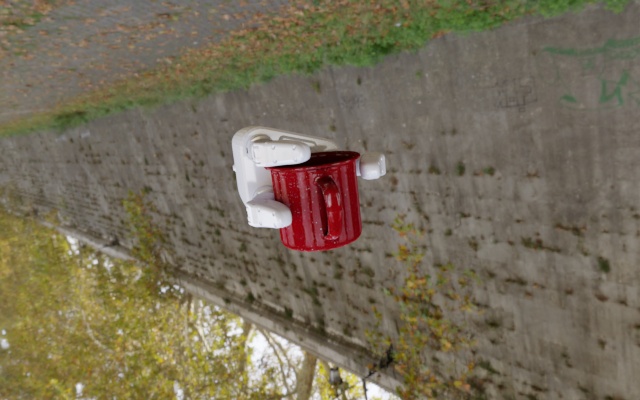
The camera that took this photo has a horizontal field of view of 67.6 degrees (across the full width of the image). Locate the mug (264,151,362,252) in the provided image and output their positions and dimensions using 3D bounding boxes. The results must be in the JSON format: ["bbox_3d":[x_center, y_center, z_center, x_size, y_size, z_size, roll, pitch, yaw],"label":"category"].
[{"bbox_3d":[0.001,0.002,0.454,0.093,0.081,0.117,-10,13,-14],"label":"mug"}]
